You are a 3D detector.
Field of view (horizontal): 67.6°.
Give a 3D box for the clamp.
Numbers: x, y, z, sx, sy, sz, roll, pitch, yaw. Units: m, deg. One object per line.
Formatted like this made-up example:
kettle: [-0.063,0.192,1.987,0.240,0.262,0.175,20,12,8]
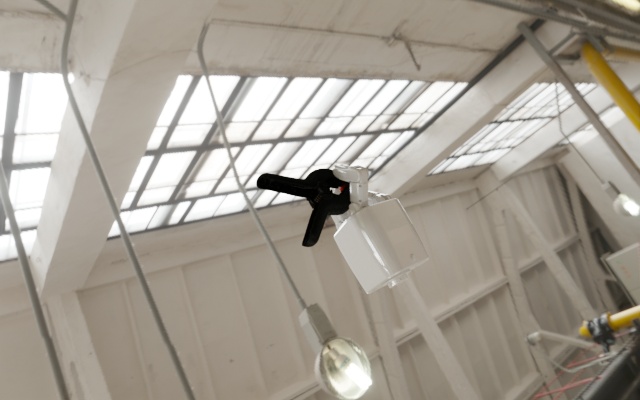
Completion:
clamp: [0.000,0.002,0.685,0.171,0.120,0.039,-13,-21,-43]
